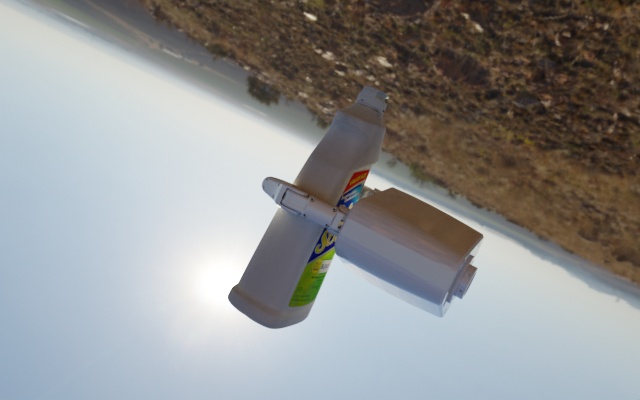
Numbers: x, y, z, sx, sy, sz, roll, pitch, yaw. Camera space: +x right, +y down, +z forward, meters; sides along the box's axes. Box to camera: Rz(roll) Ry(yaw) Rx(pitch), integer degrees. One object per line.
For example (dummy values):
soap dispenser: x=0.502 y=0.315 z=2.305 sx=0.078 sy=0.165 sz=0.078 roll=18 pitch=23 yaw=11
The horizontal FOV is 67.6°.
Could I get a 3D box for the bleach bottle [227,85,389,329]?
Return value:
bleach bottle: x=0.000 y=0.002 z=0.486 sx=0.068 sy=0.251 sz=0.102 roll=27 pitch=5 yaw=23
